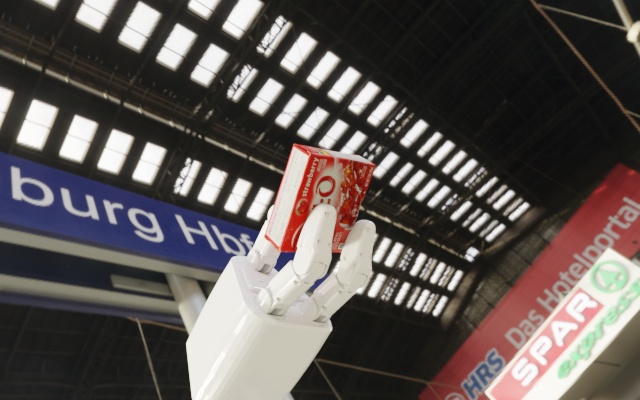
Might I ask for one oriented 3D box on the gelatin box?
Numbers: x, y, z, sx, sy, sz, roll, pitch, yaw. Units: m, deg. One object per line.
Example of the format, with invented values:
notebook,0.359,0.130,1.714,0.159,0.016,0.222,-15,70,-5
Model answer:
gelatin box,0.000,0.001,0.410,0.073,0.089,0.030,6,20,-39
